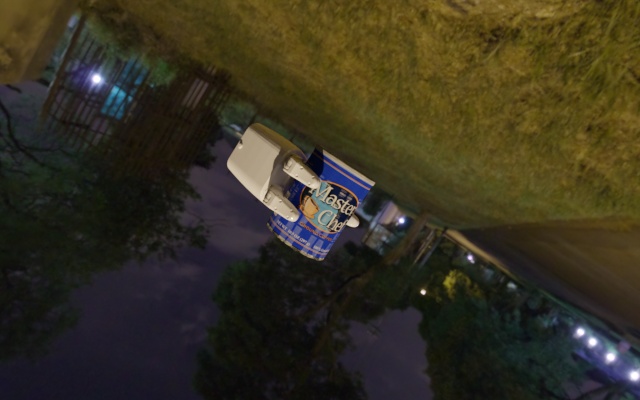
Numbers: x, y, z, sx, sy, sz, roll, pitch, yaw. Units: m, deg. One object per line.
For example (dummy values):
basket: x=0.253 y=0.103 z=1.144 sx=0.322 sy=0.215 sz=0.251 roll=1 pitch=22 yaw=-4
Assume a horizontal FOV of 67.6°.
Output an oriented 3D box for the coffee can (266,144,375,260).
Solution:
coffee can: x=0.000 y=0.002 z=0.708 sx=0.103 sy=0.140 sz=0.103 roll=33 pitch=7 yaw=-5
